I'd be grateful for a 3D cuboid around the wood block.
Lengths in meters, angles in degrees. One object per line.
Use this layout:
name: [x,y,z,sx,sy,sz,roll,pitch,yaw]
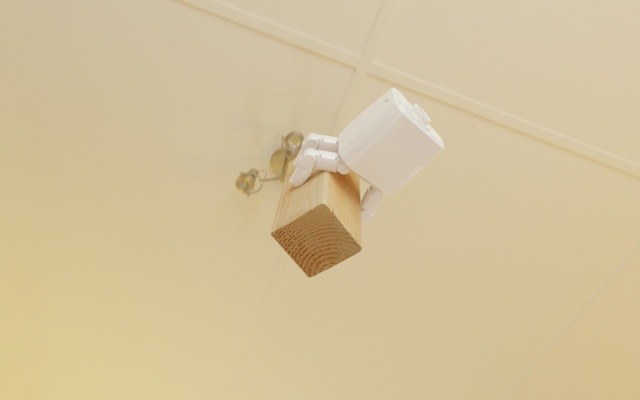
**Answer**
wood block: [0.001,0.002,0.706,0.090,0.091,0.206,-31,24,20]
